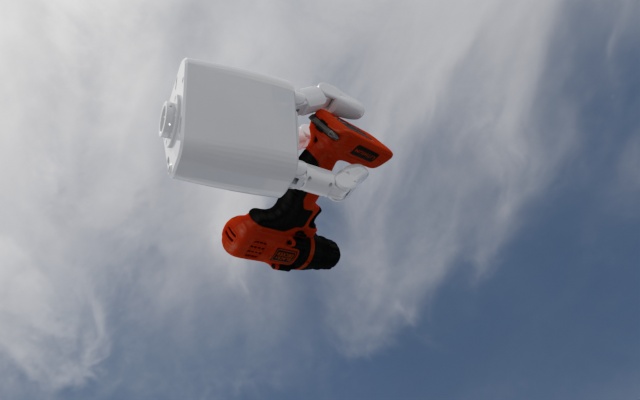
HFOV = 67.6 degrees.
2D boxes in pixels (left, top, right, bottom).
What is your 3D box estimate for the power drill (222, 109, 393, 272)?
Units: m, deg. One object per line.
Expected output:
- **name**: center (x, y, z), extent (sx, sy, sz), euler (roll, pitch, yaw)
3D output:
- **power drill**: center (0.000, 0.001, 0.550), extent (0.184, 0.188, 0.057), euler (17, 21, -50)
